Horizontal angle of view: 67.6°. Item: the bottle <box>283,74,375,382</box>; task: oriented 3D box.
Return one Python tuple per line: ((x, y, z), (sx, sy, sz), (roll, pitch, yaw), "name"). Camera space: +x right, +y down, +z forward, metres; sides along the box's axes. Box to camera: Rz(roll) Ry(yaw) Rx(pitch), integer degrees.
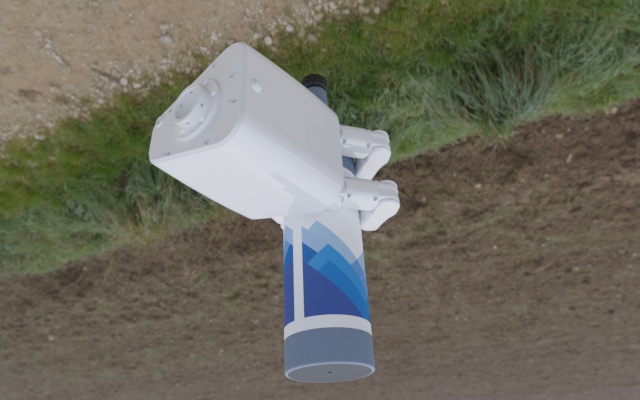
((0.000, 0.002, 0.426), (0.069, 0.295, 0.069), (-2, -31, -1), "bottle")
